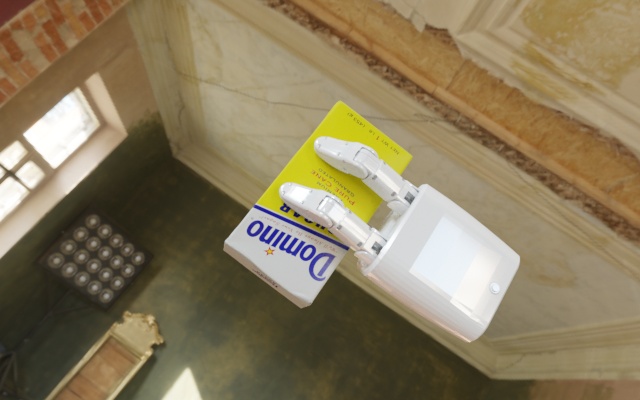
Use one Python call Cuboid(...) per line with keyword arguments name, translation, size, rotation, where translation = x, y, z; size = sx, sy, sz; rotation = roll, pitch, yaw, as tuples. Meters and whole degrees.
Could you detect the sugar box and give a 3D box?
Cuboid(name="sugar box", translation=(0.000, 0.001, 0.446), size=(0.093, 0.176, 0.048), rotation=(36, -21, -1))
